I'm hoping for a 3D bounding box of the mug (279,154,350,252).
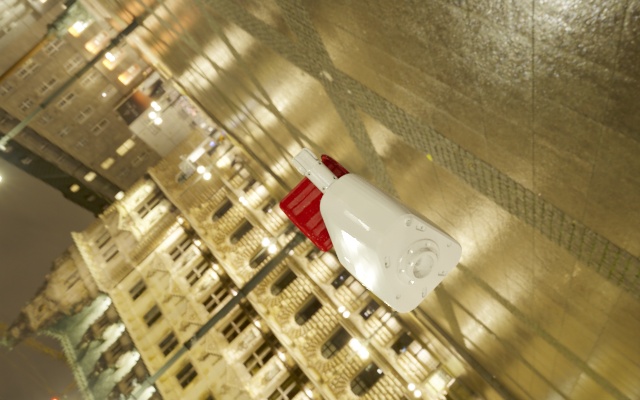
[{"bbox_3d":[-0.001,0.001,0.576,0.093,0.081,0.117,49,-7,-35],"label":"mug"}]
